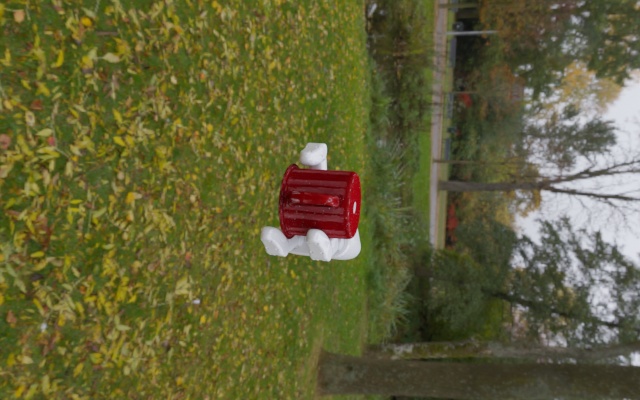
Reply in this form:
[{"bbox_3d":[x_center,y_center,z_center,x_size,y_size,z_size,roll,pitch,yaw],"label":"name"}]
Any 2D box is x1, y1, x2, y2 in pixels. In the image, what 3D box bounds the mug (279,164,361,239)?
[{"bbox_3d":[0.000,0.002,0.564,0.081,0.093,0.117,4,-7,15],"label":"mug"}]
